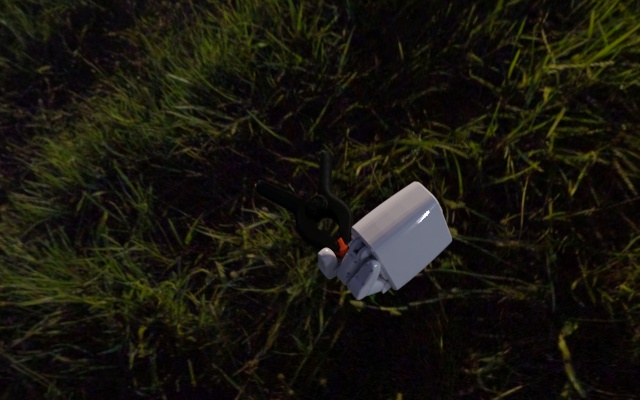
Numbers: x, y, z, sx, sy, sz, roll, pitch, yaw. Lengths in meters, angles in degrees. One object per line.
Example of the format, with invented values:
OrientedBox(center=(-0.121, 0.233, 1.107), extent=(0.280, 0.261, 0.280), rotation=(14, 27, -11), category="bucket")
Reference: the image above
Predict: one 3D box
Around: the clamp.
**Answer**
OrientedBox(center=(0.000, 0.002, 0.673), extent=(0.120, 0.171, 0.039), rotation=(-37, -25, -9), category="clamp")
